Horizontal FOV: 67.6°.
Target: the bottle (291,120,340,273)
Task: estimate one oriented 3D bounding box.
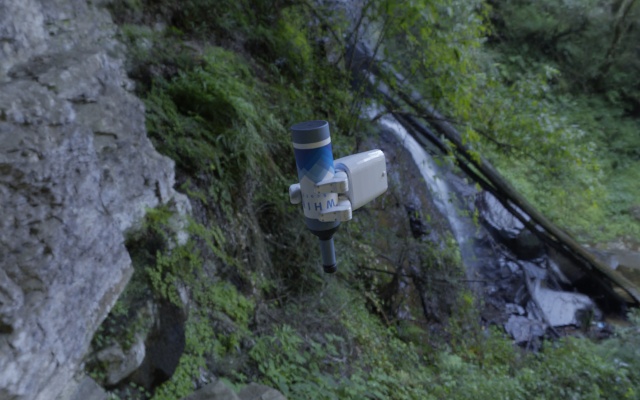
[{"bbox_3d":[0.000,0.003,0.891,0.069,0.296,0.069,-7,22,3],"label":"bottle"}]
